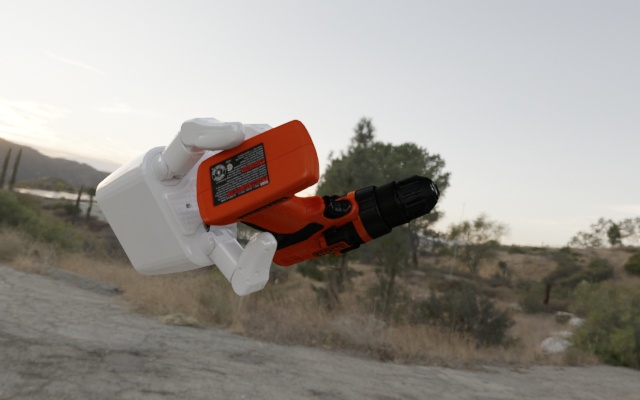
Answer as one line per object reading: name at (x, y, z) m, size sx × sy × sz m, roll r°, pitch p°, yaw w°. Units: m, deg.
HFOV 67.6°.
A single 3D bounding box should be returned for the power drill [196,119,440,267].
power drill at (0.000, 0.001, 0.419) m, size 0.184 × 0.057 × 0.188 m, roll -23°, pitch -27°, yaw 18°
